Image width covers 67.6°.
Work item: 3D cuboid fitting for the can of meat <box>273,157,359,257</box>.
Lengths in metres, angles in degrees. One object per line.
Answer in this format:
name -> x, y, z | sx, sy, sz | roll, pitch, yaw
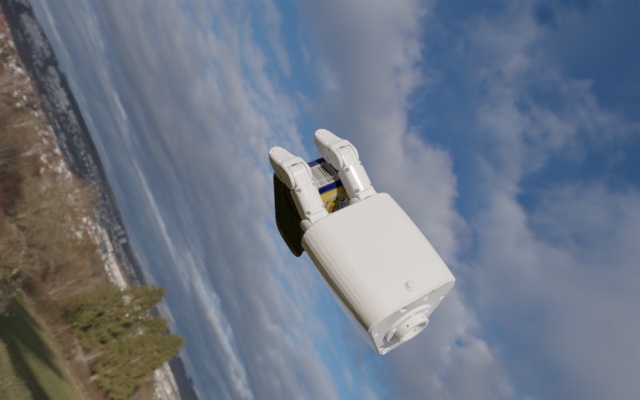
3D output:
can of meat -> 0.000, 0.002, 0.513 | 0.084, 0.102, 0.057 | -23, 53, -21
